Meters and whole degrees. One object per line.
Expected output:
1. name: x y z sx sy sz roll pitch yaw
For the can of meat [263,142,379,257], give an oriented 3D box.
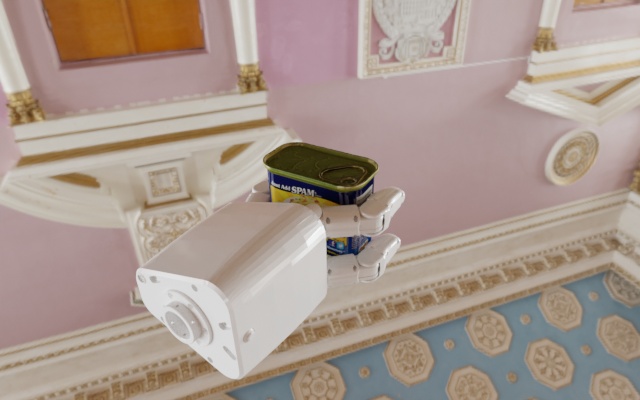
1. can of meat: 0.000 0.002 0.442 0.102 0.084 0.057 16 36 26
